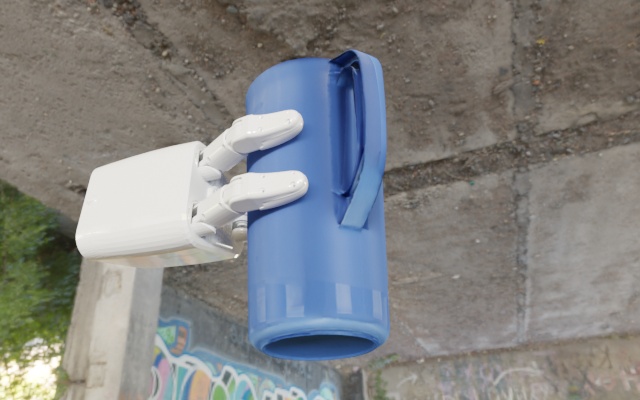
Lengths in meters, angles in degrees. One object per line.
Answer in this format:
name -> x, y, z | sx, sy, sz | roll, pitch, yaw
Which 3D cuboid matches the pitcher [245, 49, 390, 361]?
pitcher -> 0.000, 0.001, 0.410 | 0.145, 0.242, 0.149 | -10, -30, 14
